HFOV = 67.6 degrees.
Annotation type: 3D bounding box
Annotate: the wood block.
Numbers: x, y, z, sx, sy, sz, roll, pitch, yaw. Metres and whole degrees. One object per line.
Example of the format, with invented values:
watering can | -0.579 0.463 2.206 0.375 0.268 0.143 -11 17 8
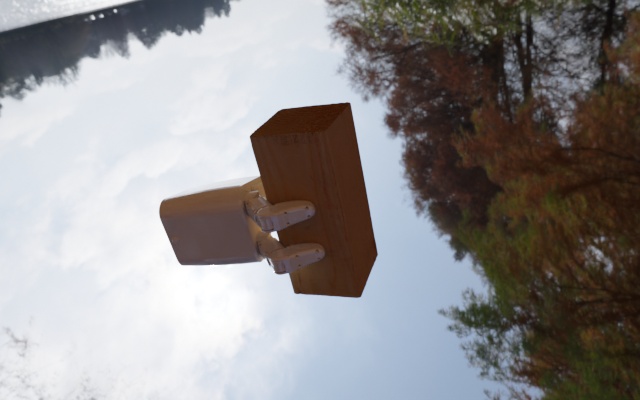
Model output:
wood block | 0.000 0.002 0.556 0.090 0.206 0.090 -1 29 22
